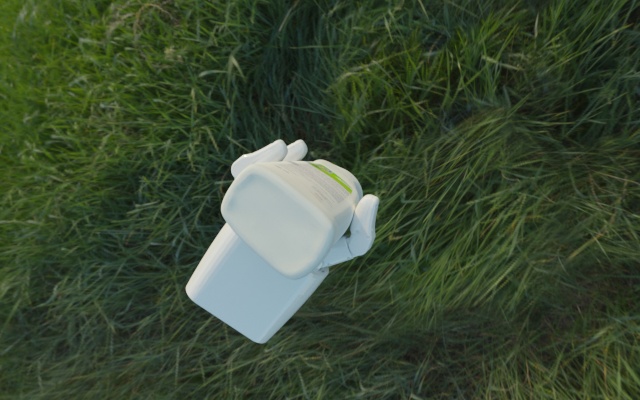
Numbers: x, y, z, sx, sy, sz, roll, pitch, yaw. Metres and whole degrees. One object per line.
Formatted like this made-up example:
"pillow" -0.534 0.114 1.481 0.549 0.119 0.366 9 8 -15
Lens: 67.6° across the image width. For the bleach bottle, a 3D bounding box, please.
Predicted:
"bleach bottle" 0.000 0.002 0.500 0.102 0.068 0.251 40 17 10
